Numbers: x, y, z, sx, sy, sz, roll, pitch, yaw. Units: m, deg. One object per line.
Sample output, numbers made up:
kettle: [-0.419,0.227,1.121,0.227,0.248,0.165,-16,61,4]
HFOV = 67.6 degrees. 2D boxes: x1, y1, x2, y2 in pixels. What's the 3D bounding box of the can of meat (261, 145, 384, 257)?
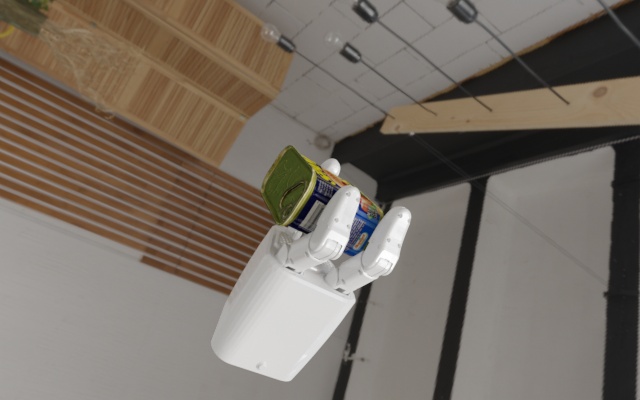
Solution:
can of meat: [0.000,0.002,0.444,0.084,0.057,0.102,29,10,-26]
